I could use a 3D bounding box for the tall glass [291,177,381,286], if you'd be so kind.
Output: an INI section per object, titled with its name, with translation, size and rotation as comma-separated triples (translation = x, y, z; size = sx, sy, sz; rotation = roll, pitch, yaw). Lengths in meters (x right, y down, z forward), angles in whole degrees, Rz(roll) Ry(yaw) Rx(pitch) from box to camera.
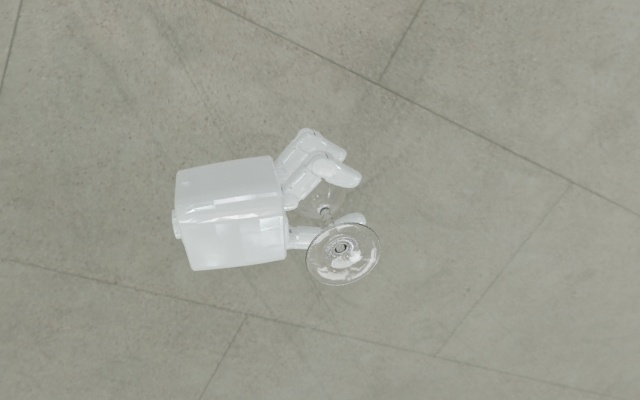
[tall glass]
translation = 0.000, 0.002, 0.535
size = 0.079, 0.079, 0.201
rotation = 0, 31, -14
